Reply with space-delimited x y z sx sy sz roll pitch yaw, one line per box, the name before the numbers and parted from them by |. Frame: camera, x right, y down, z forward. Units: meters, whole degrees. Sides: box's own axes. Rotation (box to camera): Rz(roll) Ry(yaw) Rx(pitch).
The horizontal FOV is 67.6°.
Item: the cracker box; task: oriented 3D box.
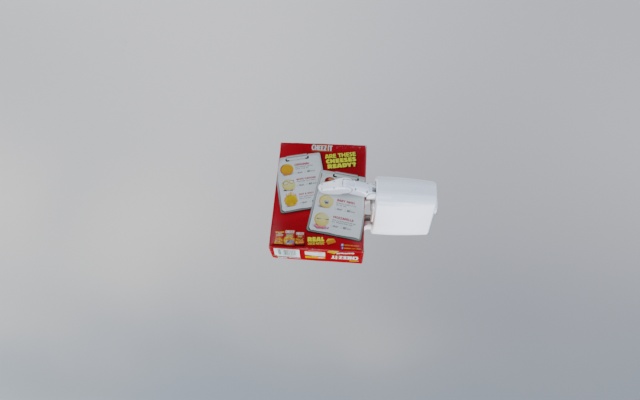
cracker box | 0.000 0.003 0.875 0.164 0.213 0.072 3 -27 3
